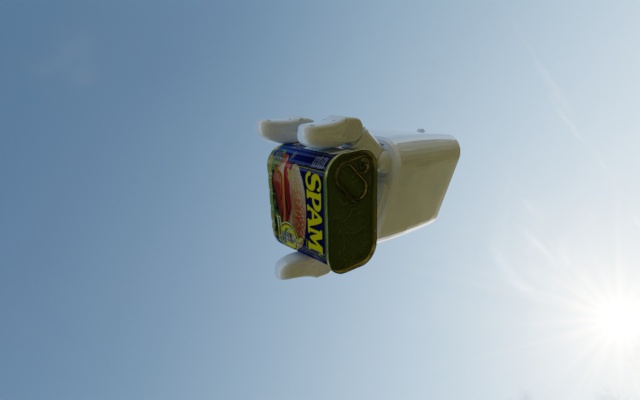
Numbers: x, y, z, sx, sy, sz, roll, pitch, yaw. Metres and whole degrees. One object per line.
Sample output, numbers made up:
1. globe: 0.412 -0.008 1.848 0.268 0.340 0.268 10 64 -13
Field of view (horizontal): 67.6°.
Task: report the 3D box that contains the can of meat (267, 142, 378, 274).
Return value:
1. can of meat: 0.000 0.001 0.418 0.057 0.102 0.084 -16 23 -38
